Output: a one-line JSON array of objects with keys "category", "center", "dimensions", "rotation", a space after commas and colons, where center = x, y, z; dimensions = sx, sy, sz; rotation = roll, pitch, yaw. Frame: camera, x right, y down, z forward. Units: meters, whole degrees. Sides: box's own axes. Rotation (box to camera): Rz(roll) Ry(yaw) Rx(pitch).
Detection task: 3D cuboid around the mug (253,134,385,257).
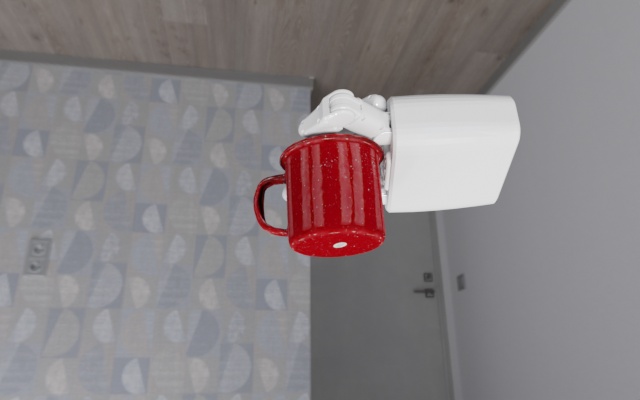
[{"category": "mug", "center": [-0.001, 0.002, 0.411], "dimensions": [0.117, 0.081, 0.093], "rotation": [-4, -21, 2]}]
